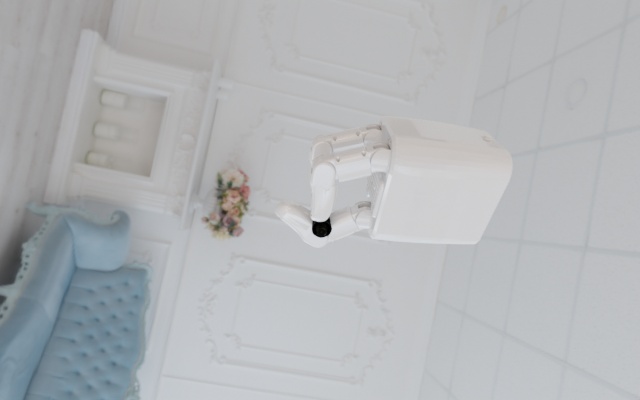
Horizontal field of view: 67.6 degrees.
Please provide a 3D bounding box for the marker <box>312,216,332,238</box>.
[{"bbox_3d":[0.000,0.002,0.486,0.020,0.020,0.121,0,27,-1],"label":"marker"}]
